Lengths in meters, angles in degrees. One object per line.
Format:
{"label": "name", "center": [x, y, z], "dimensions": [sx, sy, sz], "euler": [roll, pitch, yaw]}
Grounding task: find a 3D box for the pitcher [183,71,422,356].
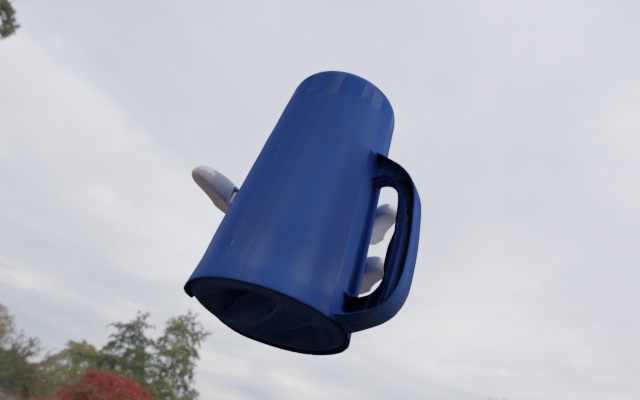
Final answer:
{"label": "pitcher", "center": [0.000, 0.001, 0.420], "dimensions": [0.149, 0.242, 0.145], "euler": [24, -32, -7]}
